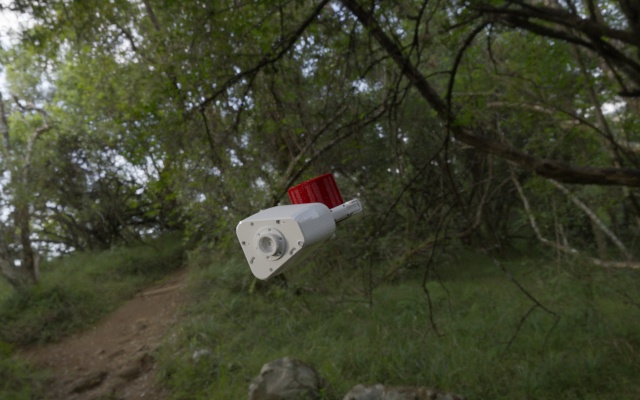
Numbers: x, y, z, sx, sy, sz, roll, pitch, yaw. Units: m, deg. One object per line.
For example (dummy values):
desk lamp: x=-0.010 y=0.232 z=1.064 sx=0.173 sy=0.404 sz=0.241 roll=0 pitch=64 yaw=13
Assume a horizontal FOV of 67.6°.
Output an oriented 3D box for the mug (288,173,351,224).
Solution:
mug: x=0.001 y=0.002 z=0.820 sx=0.093 sy=0.081 sz=0.117 roll=-22 pitch=1 yaw=23
